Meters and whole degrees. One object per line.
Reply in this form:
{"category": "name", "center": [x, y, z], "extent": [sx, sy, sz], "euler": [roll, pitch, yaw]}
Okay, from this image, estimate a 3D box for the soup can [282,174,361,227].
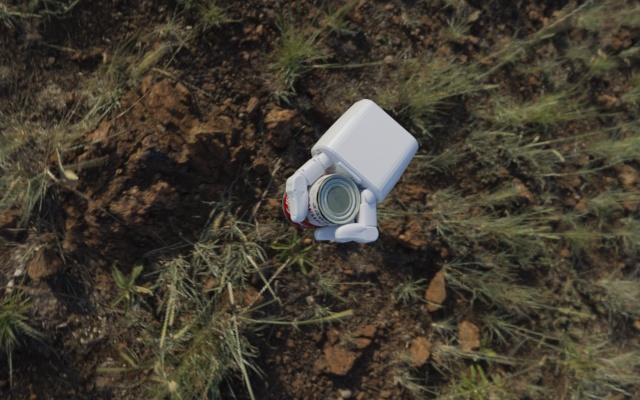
{"category": "soup can", "center": [0.000, 0.002, 0.654], "extent": [0.068, 0.068, 0.102], "euler": [0, -4, -30]}
